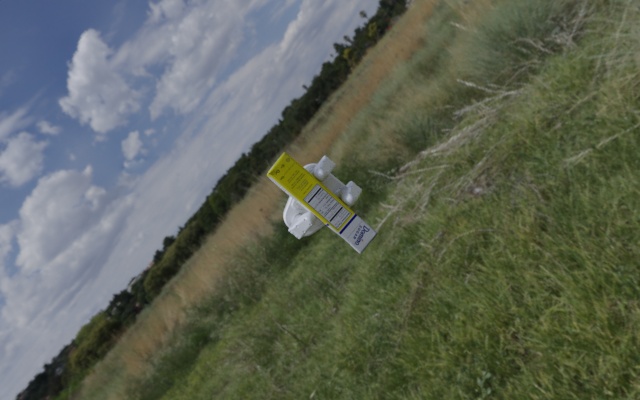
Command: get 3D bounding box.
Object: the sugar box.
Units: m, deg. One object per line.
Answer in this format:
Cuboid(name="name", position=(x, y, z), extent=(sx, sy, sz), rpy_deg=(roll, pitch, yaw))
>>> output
Cuboid(name="sugar box", position=(0.000, 0.002, 0.709), extent=(0.176, 0.048, 0.093), rpy_deg=(38, -1, -6))
